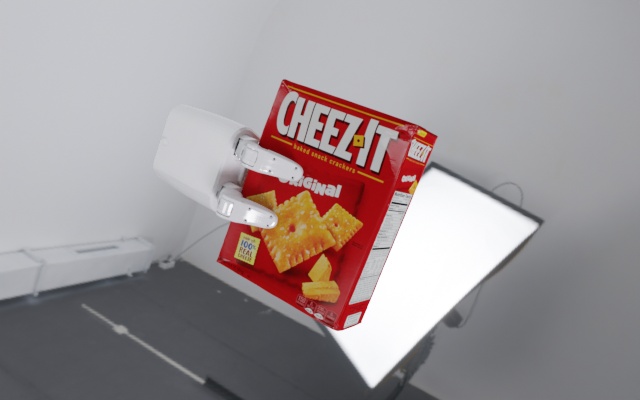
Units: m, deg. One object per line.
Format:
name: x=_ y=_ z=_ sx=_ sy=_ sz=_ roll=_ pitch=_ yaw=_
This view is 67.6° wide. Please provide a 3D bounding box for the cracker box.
cracker box: x=0.000 y=0.002 z=0.500 sx=0.164 sy=0.214 sz=0.072 roll=25 pitch=9 yaw=27
